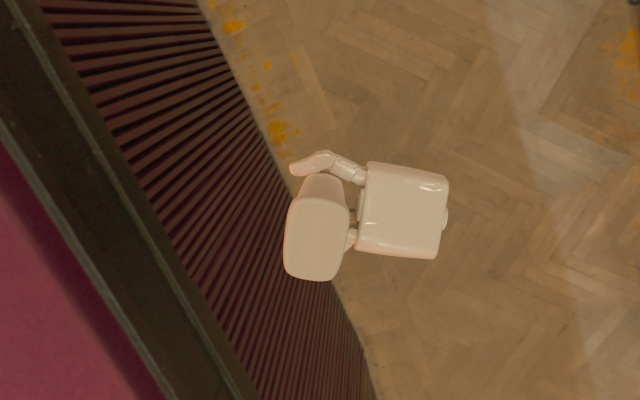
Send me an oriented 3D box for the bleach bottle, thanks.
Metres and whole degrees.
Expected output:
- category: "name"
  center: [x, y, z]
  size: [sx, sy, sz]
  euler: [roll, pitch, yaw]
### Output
- category: "bleach bottle"
  center: [0.000, 0.002, 0.624]
  size: [0.068, 0.103, 0.250]
  euler: [10, 21, 0]
